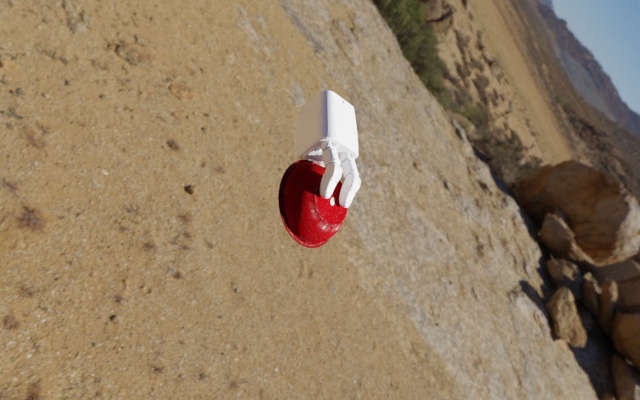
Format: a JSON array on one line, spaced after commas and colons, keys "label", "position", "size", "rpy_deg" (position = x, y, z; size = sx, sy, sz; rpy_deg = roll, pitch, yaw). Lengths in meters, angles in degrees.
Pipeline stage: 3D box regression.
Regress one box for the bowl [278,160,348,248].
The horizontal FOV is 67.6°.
[{"label": "bowl", "position": [0.001, 0.004, 0.848], "size": [0.055, 0.162, 0.162], "rpy_deg": [-9, -6, 39]}]
